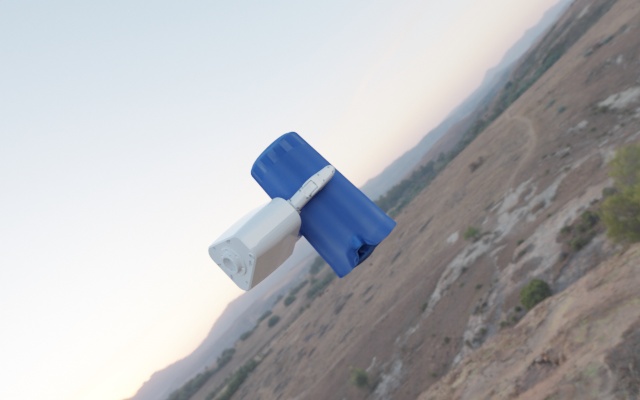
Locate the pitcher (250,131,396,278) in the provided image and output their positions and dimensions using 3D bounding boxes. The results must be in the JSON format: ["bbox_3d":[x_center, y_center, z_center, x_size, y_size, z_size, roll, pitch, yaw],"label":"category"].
[{"bbox_3d":[0.000,0.003,0.816,0.145,0.243,0.149,-42,-3,-40],"label":"pitcher"}]
